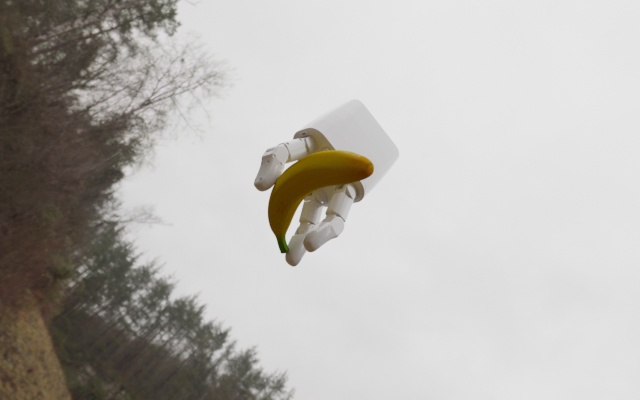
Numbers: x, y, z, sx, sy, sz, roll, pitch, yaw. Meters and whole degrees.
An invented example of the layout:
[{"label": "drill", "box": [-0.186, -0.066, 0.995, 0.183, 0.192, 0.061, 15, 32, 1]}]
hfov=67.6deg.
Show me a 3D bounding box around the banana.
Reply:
[{"label": "banana", "box": [-0.014, -0.011, 0.523, 0.037, 0.069, 0.198, -40, -3, -41]}]
